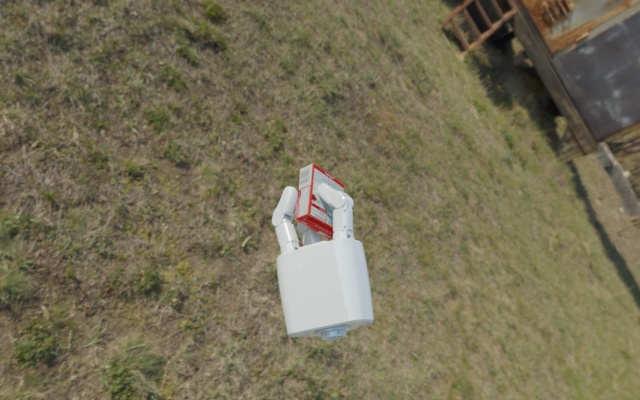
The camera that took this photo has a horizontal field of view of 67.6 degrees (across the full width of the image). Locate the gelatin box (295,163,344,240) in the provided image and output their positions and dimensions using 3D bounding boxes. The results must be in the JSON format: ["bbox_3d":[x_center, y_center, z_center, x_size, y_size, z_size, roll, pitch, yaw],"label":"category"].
[{"bbox_3d":[0.000,0.002,0.692,0.030,0.089,0.073,-21,-38,37],"label":"gelatin box"}]
